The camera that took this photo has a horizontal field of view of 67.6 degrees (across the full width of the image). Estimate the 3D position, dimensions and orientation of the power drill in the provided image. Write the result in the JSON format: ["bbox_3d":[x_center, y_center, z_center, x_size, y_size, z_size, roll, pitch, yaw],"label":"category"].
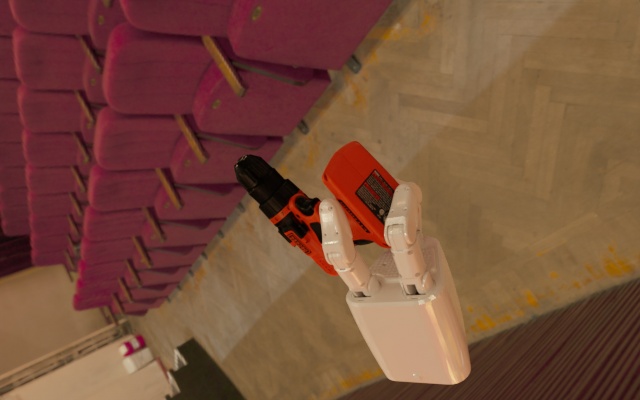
[{"bbox_3d":[0.000,0.002,0.510,0.184,0.057,0.188,44,-26,-11],"label":"power drill"}]
